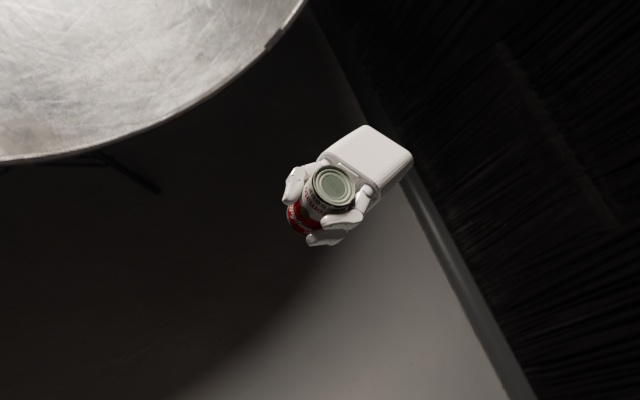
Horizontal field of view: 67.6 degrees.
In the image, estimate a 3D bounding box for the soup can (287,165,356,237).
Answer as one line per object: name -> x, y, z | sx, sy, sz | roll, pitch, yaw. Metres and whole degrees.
soup can -> 0.000, 0.002, 0.689 | 0.068, 0.068, 0.102 | 0, -27, -26
